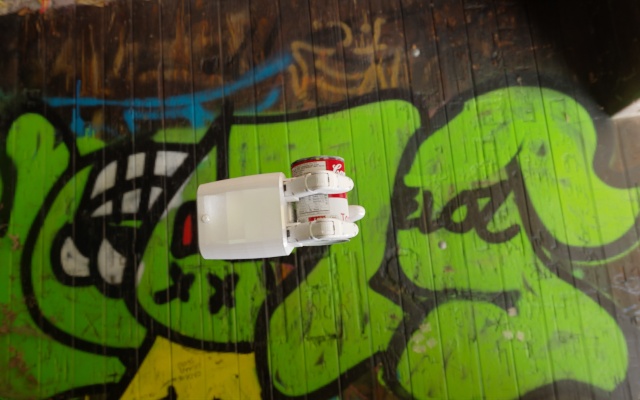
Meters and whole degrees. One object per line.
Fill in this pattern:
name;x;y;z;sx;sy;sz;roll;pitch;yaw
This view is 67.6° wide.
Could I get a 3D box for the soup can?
soup can;0.001;0.002;0.595;0.068;0.102;0.068;-5;-10;-1
